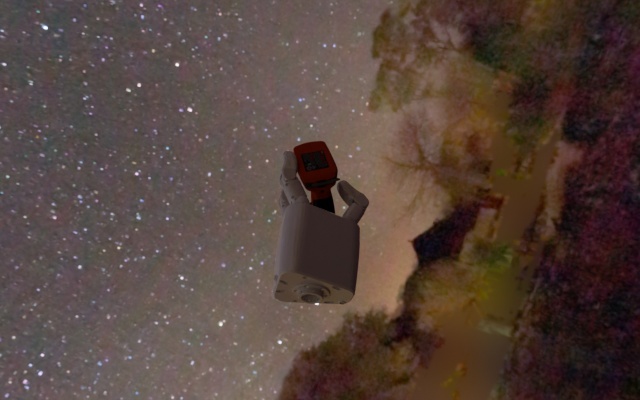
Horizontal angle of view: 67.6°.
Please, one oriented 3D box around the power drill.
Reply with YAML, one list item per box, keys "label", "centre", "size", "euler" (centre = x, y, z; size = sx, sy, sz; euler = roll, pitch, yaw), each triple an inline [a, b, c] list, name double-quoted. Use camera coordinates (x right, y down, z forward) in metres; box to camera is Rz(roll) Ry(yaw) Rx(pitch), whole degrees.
- label: "power drill"
  centre: [0.000, 0.002, 0.772]
  size: [0.057, 0.188, 0.184]
  euler: [-14, 36, -5]
